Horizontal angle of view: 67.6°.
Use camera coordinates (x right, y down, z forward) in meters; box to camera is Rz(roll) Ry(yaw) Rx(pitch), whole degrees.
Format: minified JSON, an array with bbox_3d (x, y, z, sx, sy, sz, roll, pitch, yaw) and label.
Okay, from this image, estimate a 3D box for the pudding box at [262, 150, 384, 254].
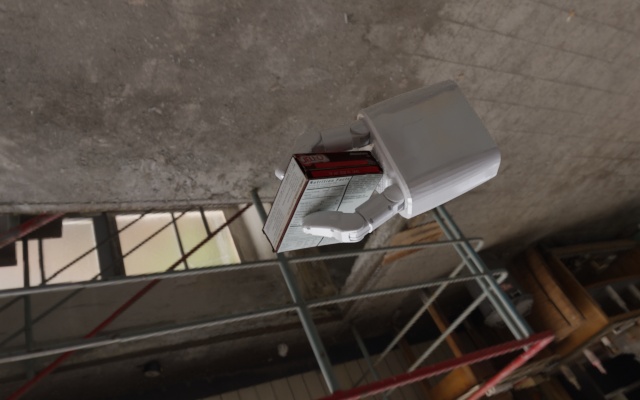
[{"bbox_3d":[0.000,0.002,0.482,0.090,0.039,0.114,-5,-42,-32],"label":"pudding box"}]
